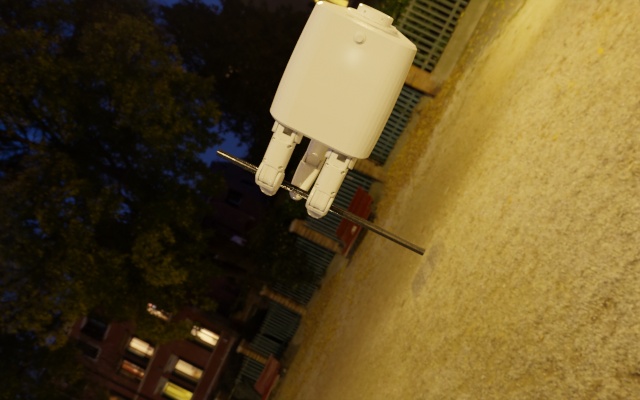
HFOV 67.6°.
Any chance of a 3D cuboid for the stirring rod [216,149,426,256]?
[{"bbox_3d":[0.000,0.002,0.502,0.239,0.011,0.011,26,0,1],"label":"stirring rod"}]
